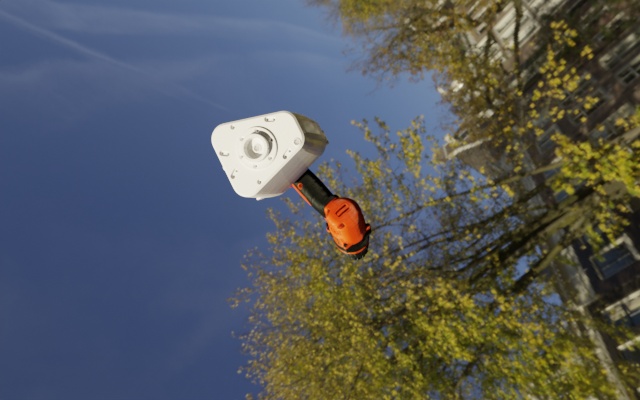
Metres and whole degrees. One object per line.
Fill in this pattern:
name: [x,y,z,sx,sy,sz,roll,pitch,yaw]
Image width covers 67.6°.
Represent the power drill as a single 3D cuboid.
power drill: [0.000,0.002,0.710,0.187,0.057,0.184,44,-11,22]
